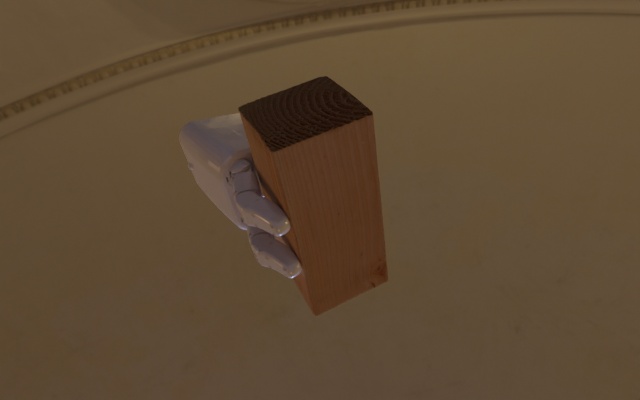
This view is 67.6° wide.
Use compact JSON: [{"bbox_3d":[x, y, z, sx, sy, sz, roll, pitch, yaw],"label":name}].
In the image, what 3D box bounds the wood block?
[{"bbox_3d":[0.000,0.001,0.463,0.091,0.206,0.090,-24,42,-14],"label":"wood block"}]
